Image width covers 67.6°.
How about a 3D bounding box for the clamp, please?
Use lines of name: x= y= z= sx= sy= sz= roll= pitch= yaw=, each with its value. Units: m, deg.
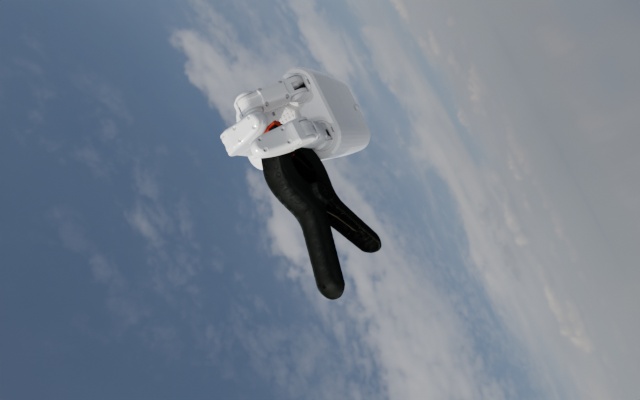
clamp: x=-0.001 y=0.002 z=0.465 sx=0.039 sy=0.171 sz=0.120 roll=-28 pitch=-5 yaw=25
